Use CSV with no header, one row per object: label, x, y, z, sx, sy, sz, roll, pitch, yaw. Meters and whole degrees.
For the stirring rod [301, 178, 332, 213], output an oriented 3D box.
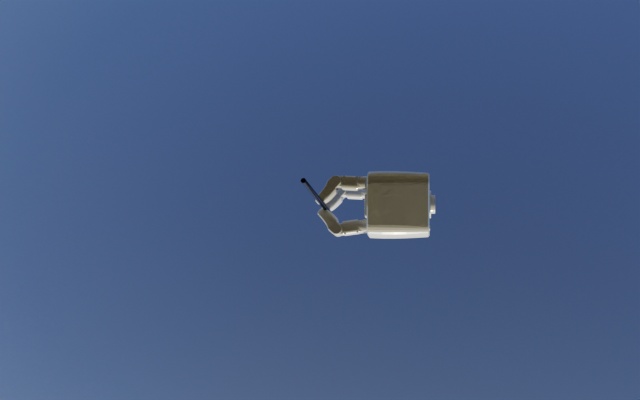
stirring rod,0.000,0.003,0.819,0.011,0.011,0.239,0,-16,13
